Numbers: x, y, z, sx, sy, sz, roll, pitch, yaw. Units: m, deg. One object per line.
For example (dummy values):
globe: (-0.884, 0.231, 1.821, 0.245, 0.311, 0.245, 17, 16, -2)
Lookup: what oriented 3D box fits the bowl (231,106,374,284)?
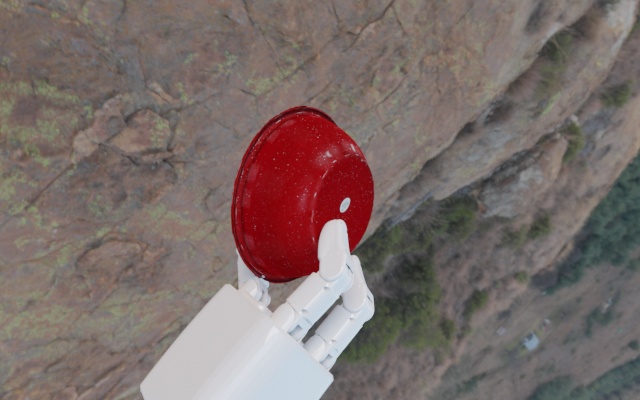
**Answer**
bowl: (0.001, 0.000, 0.417, 0.055, 0.162, 0.162, 13, 8, 36)
